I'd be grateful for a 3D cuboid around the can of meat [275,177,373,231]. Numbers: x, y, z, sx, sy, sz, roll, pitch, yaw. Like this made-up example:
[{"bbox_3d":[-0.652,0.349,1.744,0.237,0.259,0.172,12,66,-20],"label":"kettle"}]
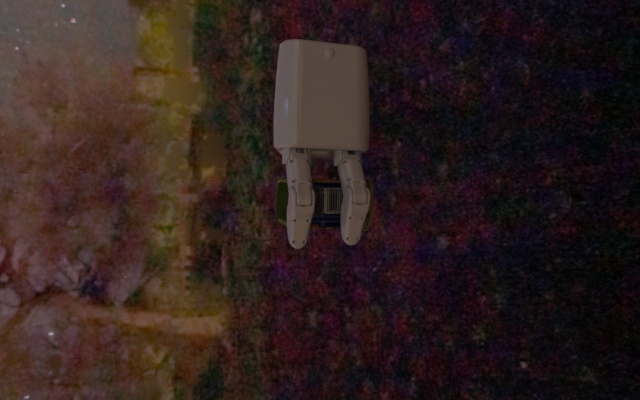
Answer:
[{"bbox_3d":[0.000,0.002,0.527,0.084,0.057,0.102,1,3,-17],"label":"can of meat"}]
